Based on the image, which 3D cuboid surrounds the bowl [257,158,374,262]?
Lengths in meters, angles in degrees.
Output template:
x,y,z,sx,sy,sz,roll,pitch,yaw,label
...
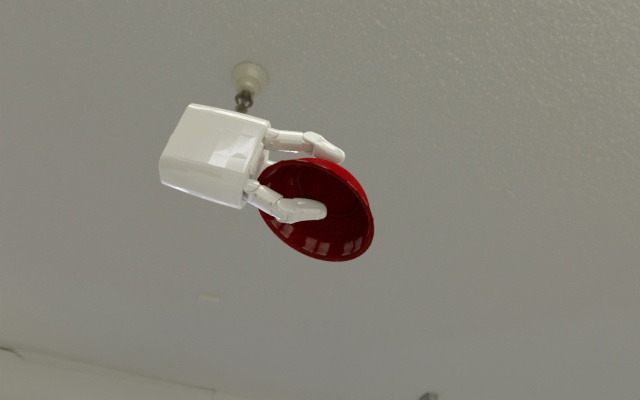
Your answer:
x,y,z,sx,sy,sz,roll,pitch,yaw,label
0.001,0.002,0.606,0.162,0.162,0.055,0,38,31,bowl
